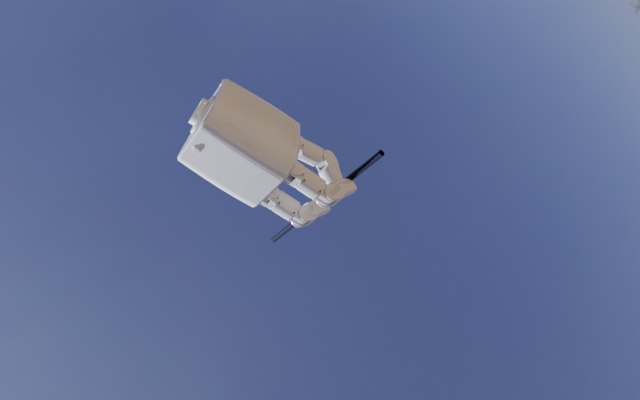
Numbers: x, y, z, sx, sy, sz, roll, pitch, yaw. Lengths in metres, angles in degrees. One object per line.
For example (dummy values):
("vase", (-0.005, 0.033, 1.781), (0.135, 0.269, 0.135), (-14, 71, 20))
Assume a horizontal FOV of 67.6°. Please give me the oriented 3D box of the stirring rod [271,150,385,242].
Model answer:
("stirring rod", (0.000, 0.002, 0.618), (0.011, 0.011, 0.240), (0, -28, -40))
